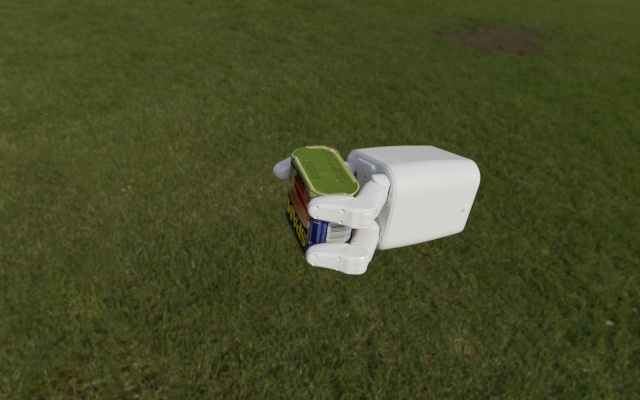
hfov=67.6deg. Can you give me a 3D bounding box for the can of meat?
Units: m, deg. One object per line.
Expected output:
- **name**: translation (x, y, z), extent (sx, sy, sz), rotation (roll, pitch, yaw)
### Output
- **can of meat**: translation (0.000, 0.001, 0.501), extent (0.057, 0.084, 0.102), rotation (-6, 36, -18)
